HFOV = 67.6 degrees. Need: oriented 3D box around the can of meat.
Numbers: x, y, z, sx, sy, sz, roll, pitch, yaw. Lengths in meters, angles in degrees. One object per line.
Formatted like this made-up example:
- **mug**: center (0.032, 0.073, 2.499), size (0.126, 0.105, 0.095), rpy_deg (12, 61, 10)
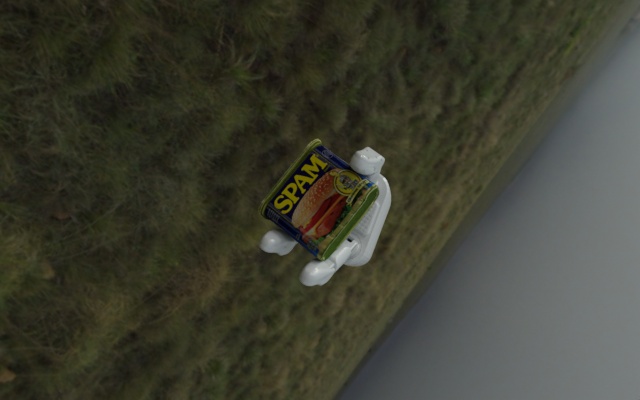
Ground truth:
- **can of meat**: center (0.000, 0.002, 0.502), size (0.084, 0.102, 0.057), rpy_deg (38, -6, 15)
